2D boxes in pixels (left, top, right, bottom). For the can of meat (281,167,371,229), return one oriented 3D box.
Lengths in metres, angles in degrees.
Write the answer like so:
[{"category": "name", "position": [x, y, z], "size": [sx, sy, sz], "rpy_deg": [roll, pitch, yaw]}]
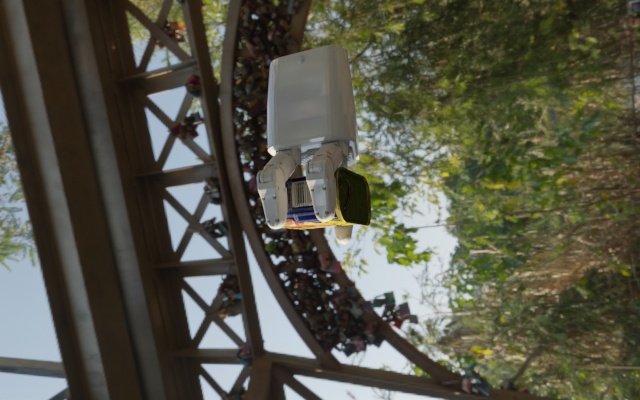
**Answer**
[{"category": "can of meat", "position": [0.000, 0.002, 0.524], "size": [0.084, 0.057, 0.102], "rpy_deg": [-7, -8, 23]}]
